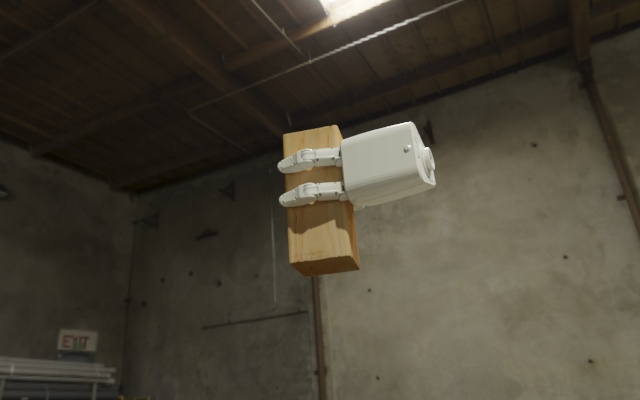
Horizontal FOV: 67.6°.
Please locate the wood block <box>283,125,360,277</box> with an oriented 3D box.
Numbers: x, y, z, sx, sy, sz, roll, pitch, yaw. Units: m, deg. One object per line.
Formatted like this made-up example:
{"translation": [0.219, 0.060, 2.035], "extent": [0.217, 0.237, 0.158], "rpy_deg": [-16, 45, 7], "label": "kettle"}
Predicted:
{"translation": [0.001, 0.002, 0.731], "extent": [0.090, 0.206, 0.091], "rpy_deg": [-9, -23, 11], "label": "wood block"}
